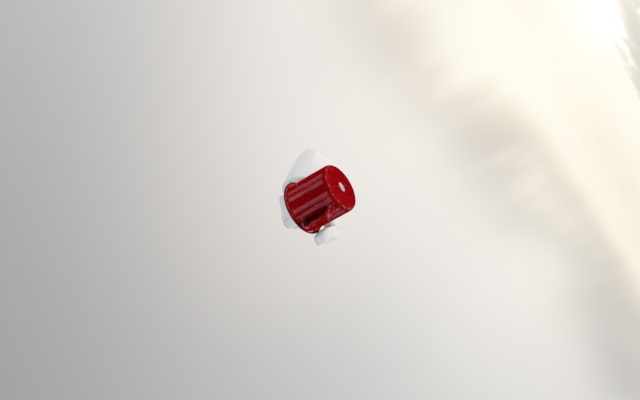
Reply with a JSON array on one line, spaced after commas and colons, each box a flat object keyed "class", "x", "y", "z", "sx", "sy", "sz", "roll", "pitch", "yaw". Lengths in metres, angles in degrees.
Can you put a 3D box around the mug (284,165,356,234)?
[{"class": "mug", "x": 0.000, "y": 0.003, "z": 0.750, "sx": 0.081, "sy": 0.093, "sz": 0.117, "roll": -29, "pitch": 27, "yaw": 29}]
